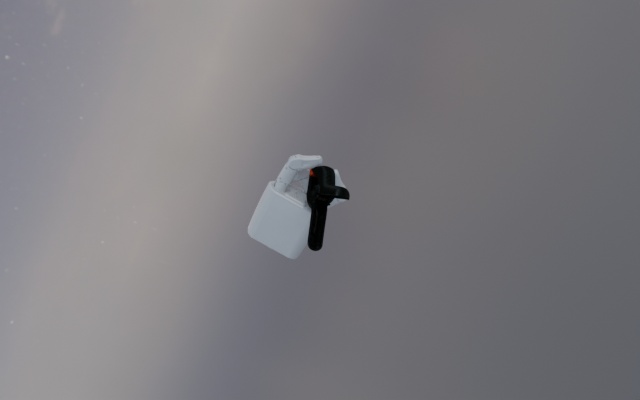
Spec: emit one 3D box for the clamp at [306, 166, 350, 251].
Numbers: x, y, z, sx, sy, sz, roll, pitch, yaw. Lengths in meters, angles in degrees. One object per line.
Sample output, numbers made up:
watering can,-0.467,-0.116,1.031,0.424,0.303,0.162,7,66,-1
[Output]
clamp,0.000,0.002,0.803,0.039,0.120,0.171,25,19,-19
